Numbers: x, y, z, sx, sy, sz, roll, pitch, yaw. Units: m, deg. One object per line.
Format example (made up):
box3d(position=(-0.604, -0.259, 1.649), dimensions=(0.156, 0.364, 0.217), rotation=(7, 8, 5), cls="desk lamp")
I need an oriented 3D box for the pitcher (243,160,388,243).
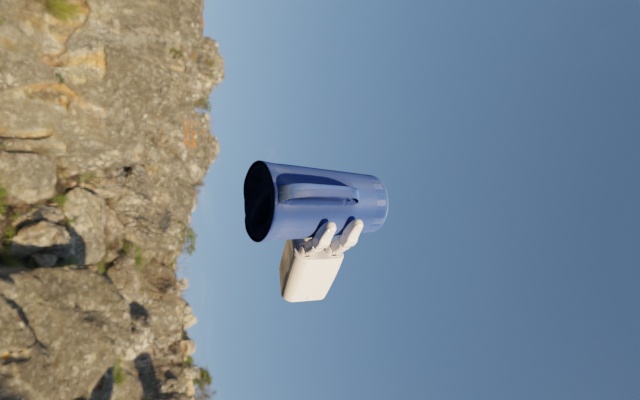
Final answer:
box3d(position=(0.000, 0.003, 0.823), dimensions=(0.243, 0.145, 0.149), rotation=(1, 33, -31), cls="pitcher")
